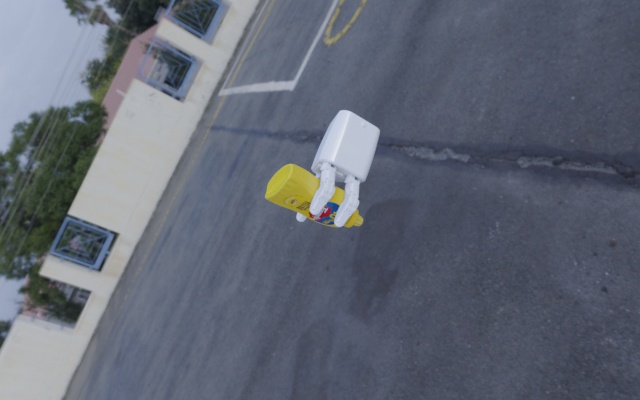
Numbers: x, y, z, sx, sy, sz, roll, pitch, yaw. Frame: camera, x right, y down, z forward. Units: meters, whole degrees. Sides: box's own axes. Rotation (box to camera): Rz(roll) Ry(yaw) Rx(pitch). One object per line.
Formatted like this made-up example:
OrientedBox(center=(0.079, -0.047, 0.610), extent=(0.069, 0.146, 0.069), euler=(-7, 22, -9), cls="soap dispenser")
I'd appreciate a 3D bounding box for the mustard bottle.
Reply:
OrientedBox(center=(0.000, 0.003, 0.890), extent=(0.192, 0.058, 0.096), euler=(26, -38, -25), cls="mustard bottle")
